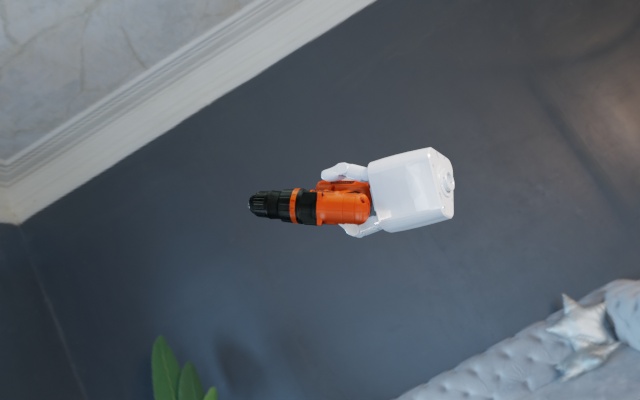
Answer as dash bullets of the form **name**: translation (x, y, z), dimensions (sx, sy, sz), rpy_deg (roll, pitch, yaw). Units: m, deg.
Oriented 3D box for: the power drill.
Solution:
- **power drill**: translation (0.001, 0.002, 0.766), dimensions (0.184, 0.057, 0.187), rpy_deg (5, 9, 17)
